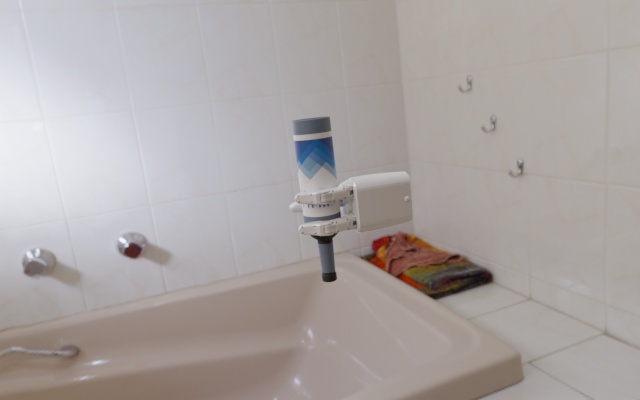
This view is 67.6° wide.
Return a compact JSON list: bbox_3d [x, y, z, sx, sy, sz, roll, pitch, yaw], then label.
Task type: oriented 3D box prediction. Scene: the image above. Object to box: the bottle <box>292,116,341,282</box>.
[{"bbox_3d":[0.000,0.003,0.849,0.069,0.296,0.069,-6,12,1],"label":"bottle"}]
